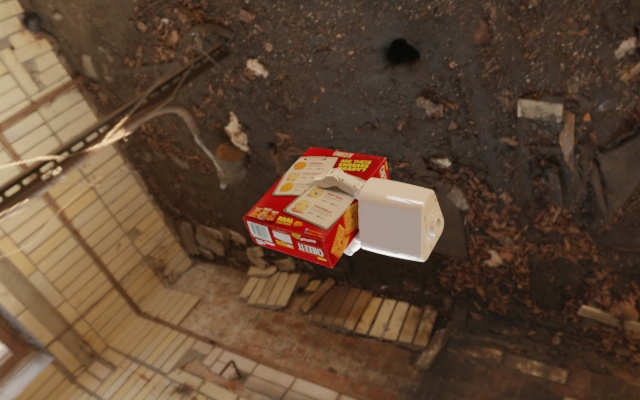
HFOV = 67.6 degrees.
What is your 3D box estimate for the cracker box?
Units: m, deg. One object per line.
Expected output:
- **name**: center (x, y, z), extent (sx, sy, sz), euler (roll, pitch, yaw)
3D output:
- **cracker box**: center (0.000, 0.003, 0.819), extent (0.164, 0.072, 0.213), euler (12, 46, 32)
